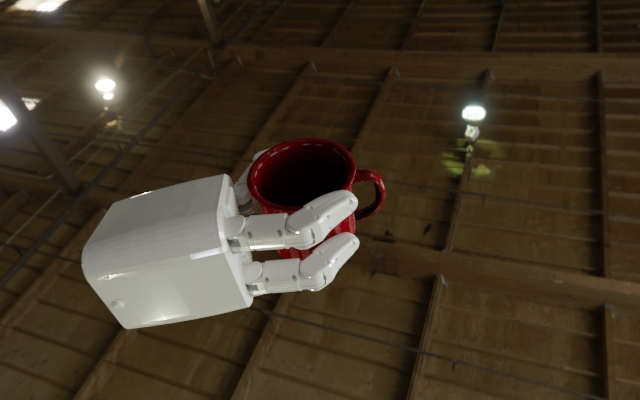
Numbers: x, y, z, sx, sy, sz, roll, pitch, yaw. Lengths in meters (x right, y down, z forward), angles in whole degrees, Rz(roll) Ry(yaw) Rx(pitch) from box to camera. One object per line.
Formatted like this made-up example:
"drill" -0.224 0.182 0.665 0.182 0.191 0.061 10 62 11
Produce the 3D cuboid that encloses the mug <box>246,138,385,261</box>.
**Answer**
"mug" 0.002 0.001 0.431 0.117 0.082 0.093 -11 44 -1
